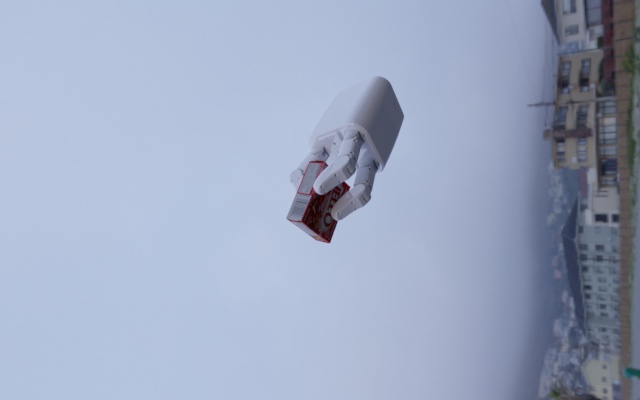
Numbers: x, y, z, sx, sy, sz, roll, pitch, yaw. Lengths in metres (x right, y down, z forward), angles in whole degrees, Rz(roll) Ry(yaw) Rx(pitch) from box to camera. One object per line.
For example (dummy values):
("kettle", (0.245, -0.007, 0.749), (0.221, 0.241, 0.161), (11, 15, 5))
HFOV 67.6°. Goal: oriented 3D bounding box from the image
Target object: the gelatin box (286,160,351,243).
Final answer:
("gelatin box", (0.000, 0.002, 0.637), (0.030, 0.089, 0.073), (8, -21, 37))
